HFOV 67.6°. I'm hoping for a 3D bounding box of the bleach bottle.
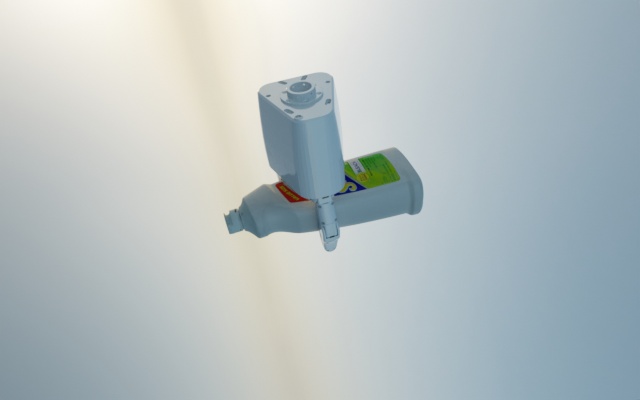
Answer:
[{"bbox_3d":[0.000,0.002,0.630,0.251,0.068,0.102,-16,43,-9],"label":"bleach bottle"}]
